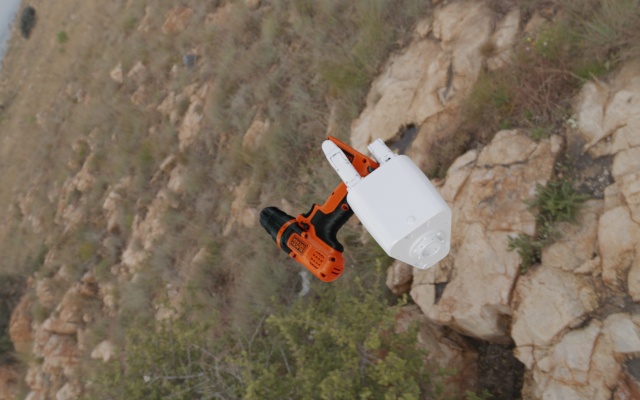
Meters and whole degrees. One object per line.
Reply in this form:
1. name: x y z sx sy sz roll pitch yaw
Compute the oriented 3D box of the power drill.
1. power drill: 0.000 0.002 0.717 0.184 0.187 0.057 35 8 39
